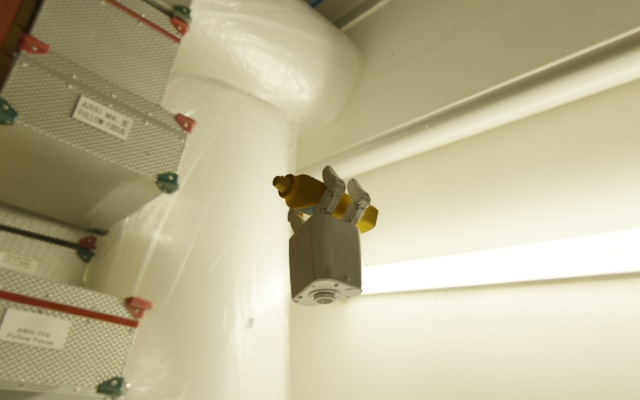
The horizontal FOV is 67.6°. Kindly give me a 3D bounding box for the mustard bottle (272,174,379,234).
[{"bbox_3d":[0.000,0.002,0.786,0.192,0.058,0.096,24,-17,-37],"label":"mustard bottle"}]
